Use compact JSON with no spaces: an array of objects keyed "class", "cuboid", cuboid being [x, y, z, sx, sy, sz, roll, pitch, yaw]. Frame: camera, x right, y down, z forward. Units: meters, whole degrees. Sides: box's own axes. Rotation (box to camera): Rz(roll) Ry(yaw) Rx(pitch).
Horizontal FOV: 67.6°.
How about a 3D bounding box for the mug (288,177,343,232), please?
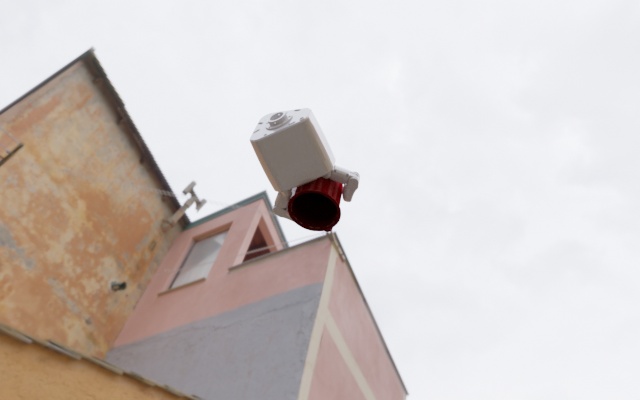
[{"class":"mug","cuboid":[0.001,0.004,0.850,0.093,0.117,0.081,-12,36,21]}]
